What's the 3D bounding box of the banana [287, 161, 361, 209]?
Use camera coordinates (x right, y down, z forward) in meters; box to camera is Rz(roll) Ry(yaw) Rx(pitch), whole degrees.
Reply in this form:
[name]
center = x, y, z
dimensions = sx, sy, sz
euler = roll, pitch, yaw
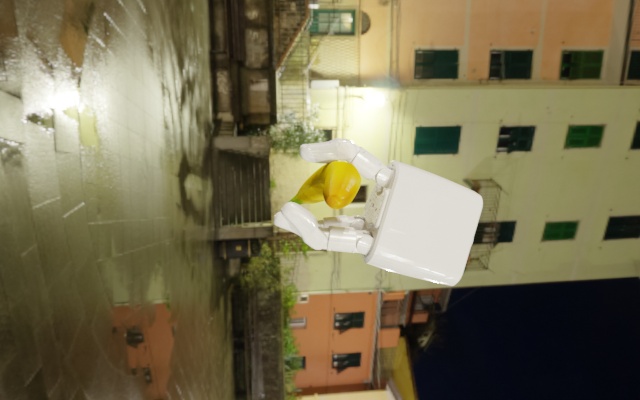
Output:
[banana]
center = 0.010, -0.013, 0.511
dimensions = 0.037, 0.069, 0.198
euler = 38, -12, -9
